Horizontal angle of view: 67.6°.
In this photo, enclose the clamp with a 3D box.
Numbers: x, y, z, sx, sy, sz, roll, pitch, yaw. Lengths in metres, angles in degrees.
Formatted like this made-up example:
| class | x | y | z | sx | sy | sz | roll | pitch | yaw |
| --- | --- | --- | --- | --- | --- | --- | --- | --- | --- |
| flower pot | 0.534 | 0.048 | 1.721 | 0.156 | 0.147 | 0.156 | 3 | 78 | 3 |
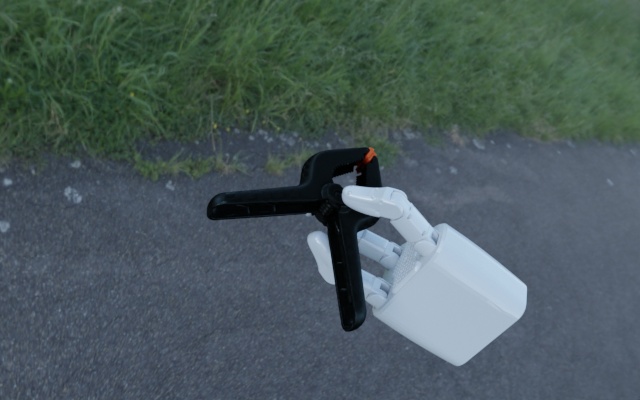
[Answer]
| class | x | y | z | sx | sy | sz | roll | pitch | yaw |
| --- | --- | --- | --- | --- | --- | --- | --- | --- | --- |
| clamp | 0.001 | 0.001 | 0.463 | 0.164 | 0.209 | 0.036 | 36 | -46 | -6 |
